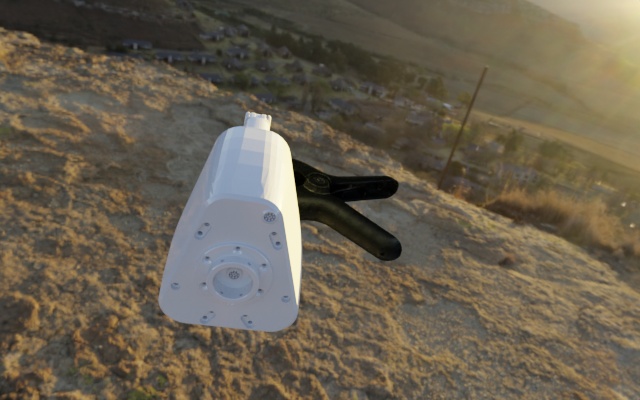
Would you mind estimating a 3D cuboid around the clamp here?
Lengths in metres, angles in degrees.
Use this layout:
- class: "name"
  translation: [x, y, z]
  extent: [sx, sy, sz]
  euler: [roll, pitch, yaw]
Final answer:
- class: "clamp"
  translation: [0.000, 0.001, 0.443]
  extent: [0.171, 0.039, 0.120]
  euler: [9, 29, -9]
